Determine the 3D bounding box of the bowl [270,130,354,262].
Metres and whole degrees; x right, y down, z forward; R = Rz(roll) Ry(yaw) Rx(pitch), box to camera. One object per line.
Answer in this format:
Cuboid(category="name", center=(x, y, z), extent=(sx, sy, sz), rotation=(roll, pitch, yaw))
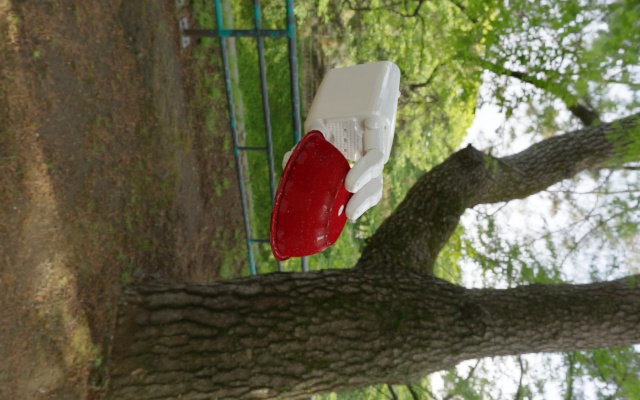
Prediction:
Cuboid(category="bowl", center=(0.000, 0.003, 0.561), extent=(0.055, 0.162, 0.162), rotation=(17, 5, 16))
